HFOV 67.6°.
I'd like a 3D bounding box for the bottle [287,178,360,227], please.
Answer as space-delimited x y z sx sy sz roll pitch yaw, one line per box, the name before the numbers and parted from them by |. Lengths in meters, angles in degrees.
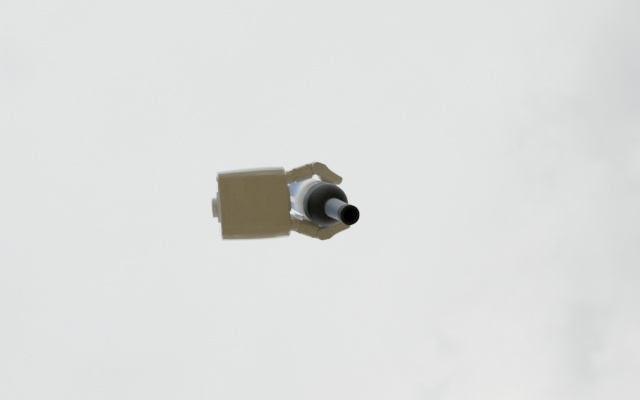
bottle | 0.000 0.002 0.761 0.069 0.069 0.295 0 7 -15
